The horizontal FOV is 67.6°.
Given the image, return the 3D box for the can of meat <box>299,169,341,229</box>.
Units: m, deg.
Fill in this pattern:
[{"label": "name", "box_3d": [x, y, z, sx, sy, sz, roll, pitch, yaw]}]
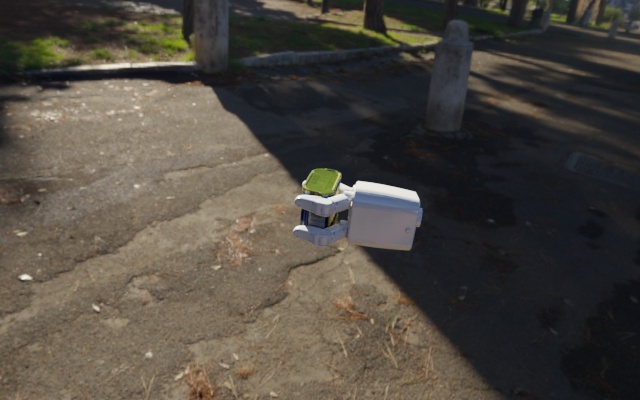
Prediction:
[{"label": "can of meat", "box_3d": [0.000, 0.002, 0.802, 0.057, 0.084, 0.102, 11, 28, 8]}]
